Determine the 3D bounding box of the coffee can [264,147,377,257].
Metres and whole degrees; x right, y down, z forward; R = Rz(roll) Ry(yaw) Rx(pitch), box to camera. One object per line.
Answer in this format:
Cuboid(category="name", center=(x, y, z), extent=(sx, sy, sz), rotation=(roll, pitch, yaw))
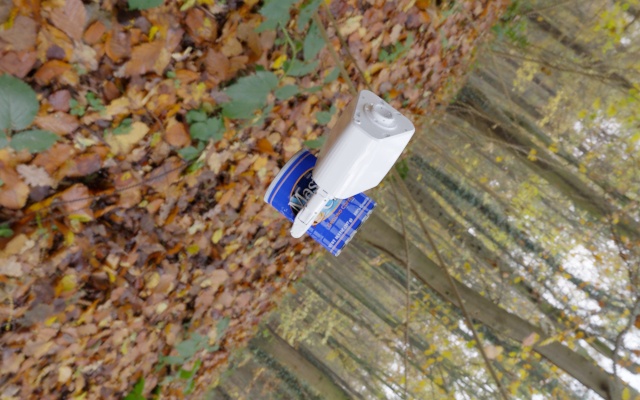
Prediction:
Cuboid(category="coffee can", center=(0.000, 0.002, 0.725), extent=(0.140, 0.103, 0.103), rotation=(38, 4, 5))
